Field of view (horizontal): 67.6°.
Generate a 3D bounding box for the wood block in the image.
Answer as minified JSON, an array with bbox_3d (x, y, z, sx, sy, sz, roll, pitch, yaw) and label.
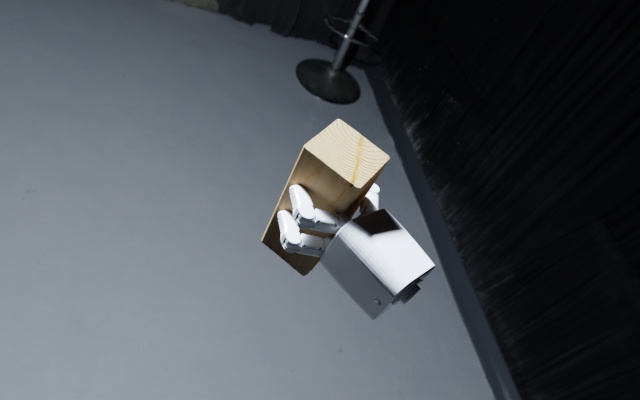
[{"bbox_3d":[0.001,0.002,0.672,0.090,0.206,0.090,38,46,9],"label":"wood block"}]
